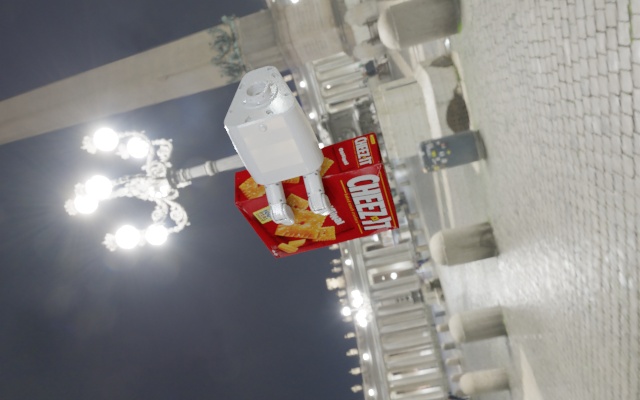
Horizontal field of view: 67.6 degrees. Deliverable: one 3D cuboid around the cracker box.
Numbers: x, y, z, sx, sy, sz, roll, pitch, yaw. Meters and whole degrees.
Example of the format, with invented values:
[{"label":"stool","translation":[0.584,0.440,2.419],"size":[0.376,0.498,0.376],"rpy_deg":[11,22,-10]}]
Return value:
[{"label":"cracker box","translation":[0.000,0.002,0.726],"size":[0.214,0.072,0.164],"rpy_deg":[-14,-39,9]}]
